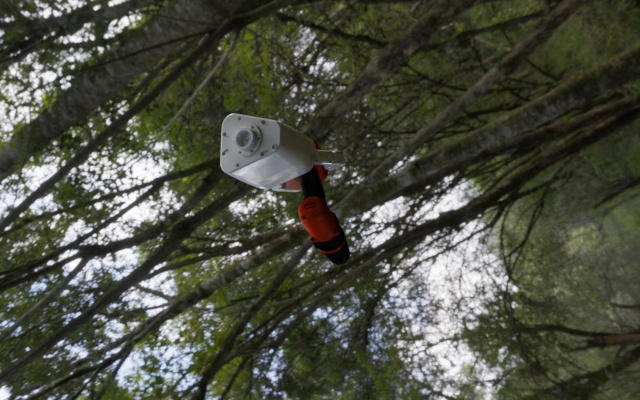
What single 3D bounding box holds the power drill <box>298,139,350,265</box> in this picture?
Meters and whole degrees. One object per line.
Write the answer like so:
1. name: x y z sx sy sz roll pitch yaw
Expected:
1. power drill: 0.000 0.002 0.823 0.057 0.187 0.185 -19 -36 6
